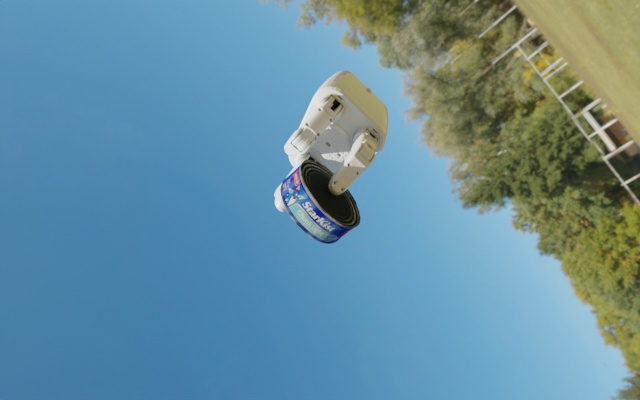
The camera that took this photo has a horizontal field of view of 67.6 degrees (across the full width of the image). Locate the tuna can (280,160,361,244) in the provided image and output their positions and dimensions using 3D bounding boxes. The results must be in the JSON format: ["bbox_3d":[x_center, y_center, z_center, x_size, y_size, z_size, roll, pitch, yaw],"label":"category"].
[{"bbox_3d":[0.000,0.002,0.491,0.034,0.086,0.086,-40,-19,24],"label":"tuna can"}]
